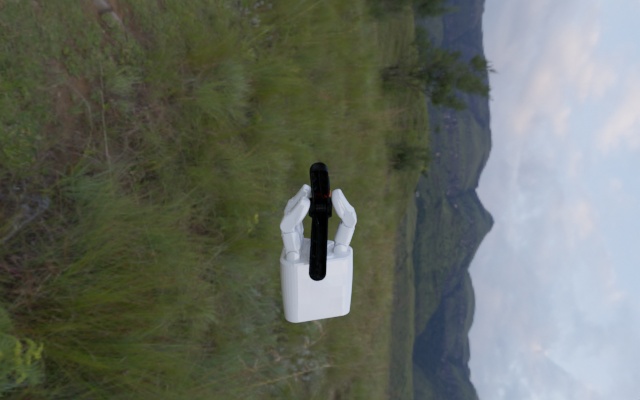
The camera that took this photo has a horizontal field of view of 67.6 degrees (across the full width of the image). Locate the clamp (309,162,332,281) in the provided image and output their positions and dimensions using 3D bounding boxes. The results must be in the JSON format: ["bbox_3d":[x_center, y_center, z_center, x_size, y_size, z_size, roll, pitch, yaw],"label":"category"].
[{"bbox_3d":[0.001,0.002,0.724,0.036,0.165,0.210,2,20,1],"label":"clamp"}]
